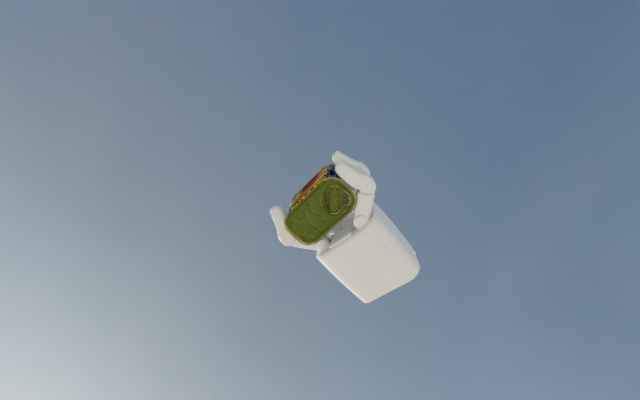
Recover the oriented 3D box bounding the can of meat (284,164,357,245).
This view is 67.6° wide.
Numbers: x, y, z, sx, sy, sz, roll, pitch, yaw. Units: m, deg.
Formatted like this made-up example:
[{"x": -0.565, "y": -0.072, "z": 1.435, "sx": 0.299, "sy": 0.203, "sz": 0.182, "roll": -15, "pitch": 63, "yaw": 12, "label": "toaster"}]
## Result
[{"x": 0.000, "y": 0.002, "z": 0.673, "sx": 0.102, "sy": 0.057, "sz": 0.084, "roll": -43, "pitch": 13, "yaw": 14, "label": "can of meat"}]
